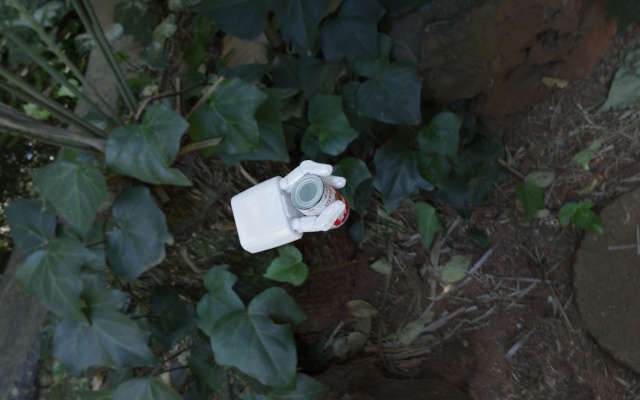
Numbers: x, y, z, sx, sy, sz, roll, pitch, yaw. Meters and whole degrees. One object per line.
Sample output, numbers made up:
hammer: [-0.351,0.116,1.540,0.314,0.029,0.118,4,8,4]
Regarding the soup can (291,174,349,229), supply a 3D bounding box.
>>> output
soup can: [0.000,0.003,0.858,0.068,0.068,0.102,0,-22,31]
